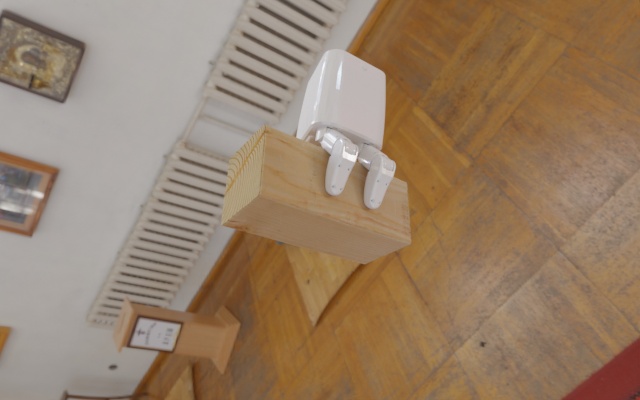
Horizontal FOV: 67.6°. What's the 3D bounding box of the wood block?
[{"bbox_3d":[0.000,0.002,0.567,0.206,0.090,0.091,19,-32,-30],"label":"wood block"}]
